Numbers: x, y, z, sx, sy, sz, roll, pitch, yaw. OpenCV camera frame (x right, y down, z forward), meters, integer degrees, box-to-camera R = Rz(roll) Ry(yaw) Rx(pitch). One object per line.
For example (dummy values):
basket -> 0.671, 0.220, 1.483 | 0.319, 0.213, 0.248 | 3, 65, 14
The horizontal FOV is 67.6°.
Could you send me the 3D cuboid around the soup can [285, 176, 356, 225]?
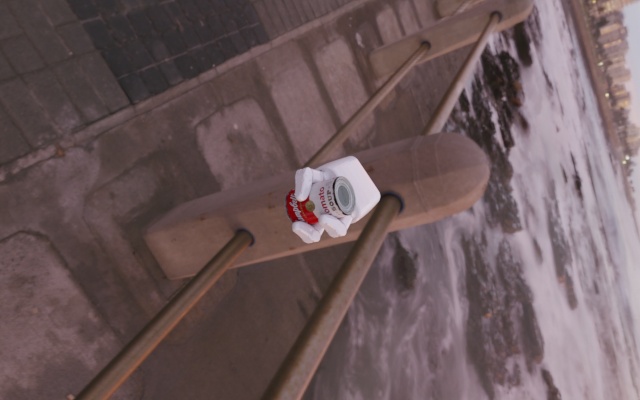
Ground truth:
soup can -> 0.000, 0.003, 0.805 | 0.102, 0.068, 0.068 | -14, -8, 33
